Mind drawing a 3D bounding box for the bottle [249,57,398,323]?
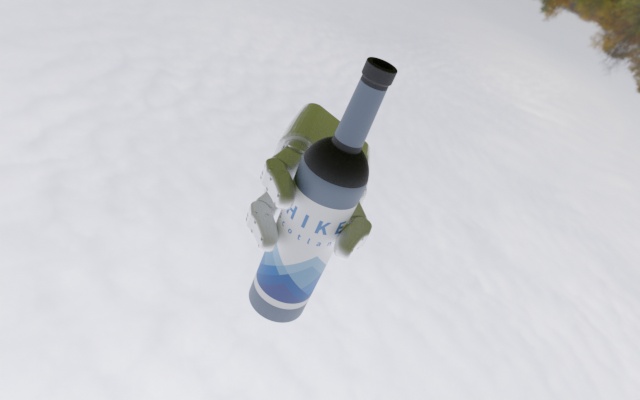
[{"bbox_3d":[0.000,0.002,0.469,0.069,0.296,0.069,17,34,-12],"label":"bottle"}]
